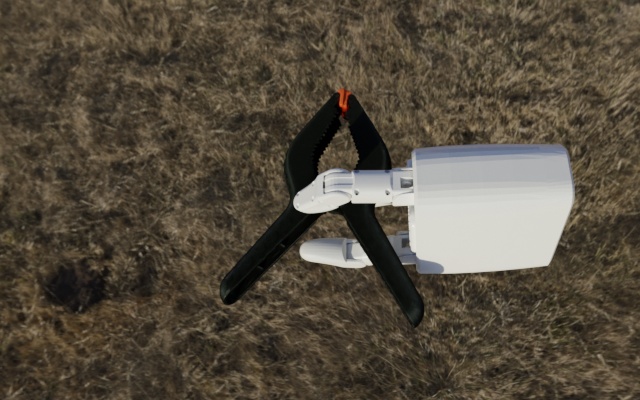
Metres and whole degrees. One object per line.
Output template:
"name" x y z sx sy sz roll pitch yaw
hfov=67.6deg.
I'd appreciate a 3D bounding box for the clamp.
"clamp" 0.000 0.001 0.409 0.164 0.210 0.036 -2 -21 8
